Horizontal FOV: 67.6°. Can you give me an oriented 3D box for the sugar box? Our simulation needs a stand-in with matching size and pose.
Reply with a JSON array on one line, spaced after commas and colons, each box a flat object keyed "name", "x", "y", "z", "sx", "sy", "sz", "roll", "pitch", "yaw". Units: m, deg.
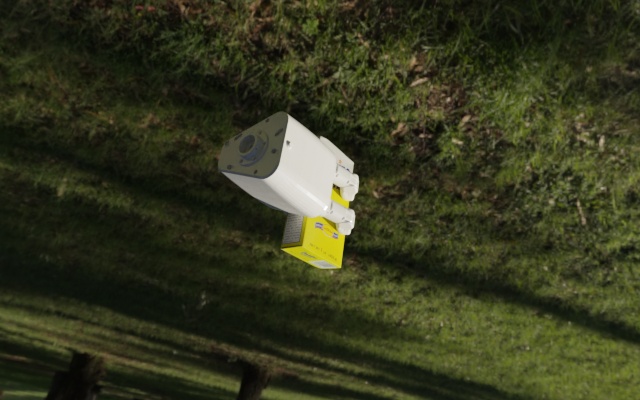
[{"name": "sugar box", "x": 0.000, "y": 0.002, "z": 0.695, "sx": 0.048, "sy": 0.176, "sz": 0.093, "roll": -8, "pitch": -29, "yaw": 37}]
